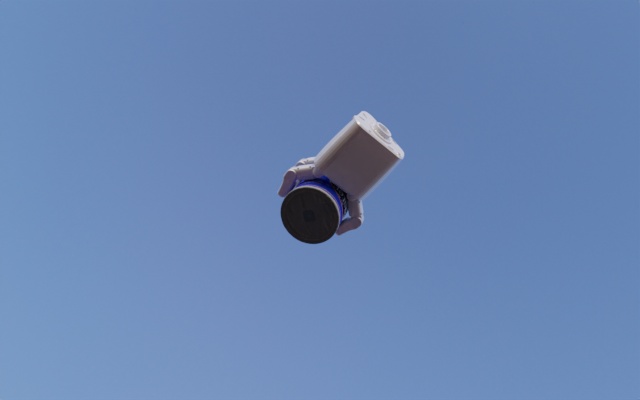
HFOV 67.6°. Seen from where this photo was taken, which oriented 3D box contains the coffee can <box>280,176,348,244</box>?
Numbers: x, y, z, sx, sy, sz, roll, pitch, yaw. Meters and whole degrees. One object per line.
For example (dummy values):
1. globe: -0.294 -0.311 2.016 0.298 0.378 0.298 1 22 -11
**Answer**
1. coffee can: 0.000 0.003 0.853 0.103 0.103 0.140 0 20 17
